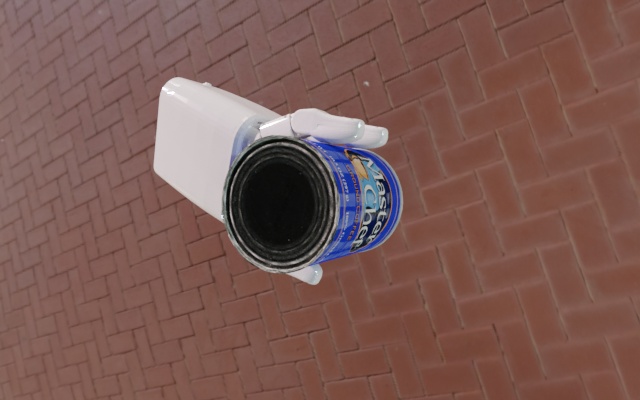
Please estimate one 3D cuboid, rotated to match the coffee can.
[{"bbox_3d":[0.000,0.001,0.410,0.103,0.103,0.140,0,1,28],"label":"coffee can"}]
